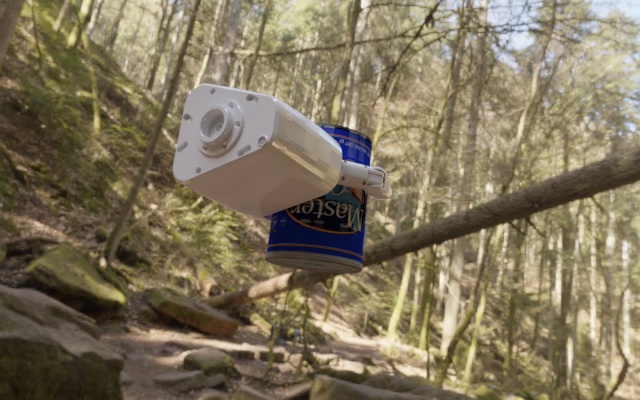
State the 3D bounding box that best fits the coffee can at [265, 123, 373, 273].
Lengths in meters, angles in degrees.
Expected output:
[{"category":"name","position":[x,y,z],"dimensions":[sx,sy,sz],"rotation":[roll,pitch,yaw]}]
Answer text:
[{"category":"coffee can","position":[0.000,0.002,0.516],"dimensions":[0.103,0.140,0.103],"rotation":[6,-14,2]}]
